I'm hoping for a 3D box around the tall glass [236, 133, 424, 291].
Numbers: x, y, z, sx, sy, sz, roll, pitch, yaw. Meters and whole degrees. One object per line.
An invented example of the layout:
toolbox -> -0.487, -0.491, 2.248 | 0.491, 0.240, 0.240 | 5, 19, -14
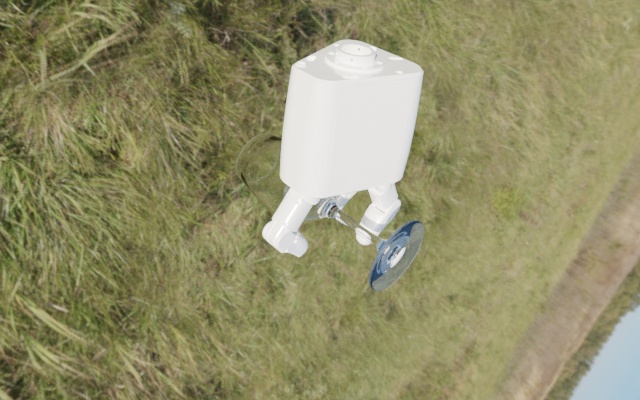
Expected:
tall glass -> 0.000, 0.002, 0.477 | 0.201, 0.079, 0.079 | 35, 20, 32
